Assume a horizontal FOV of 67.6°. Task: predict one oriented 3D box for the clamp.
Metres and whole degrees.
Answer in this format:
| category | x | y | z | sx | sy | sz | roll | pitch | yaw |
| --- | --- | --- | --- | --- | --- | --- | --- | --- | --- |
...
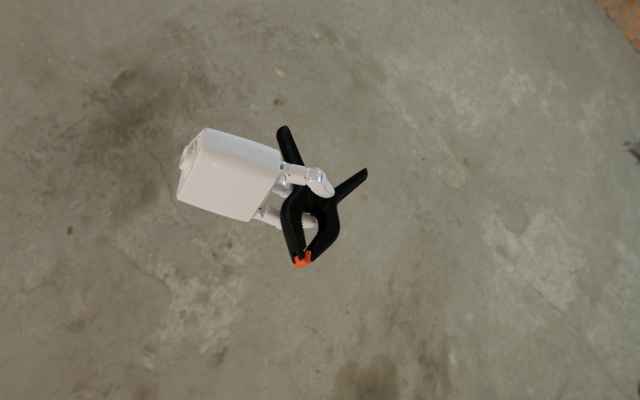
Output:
| category | x | y | z | sx | sy | sz | roll | pitch | yaw |
| --- | --- | --- | --- | --- | --- | --- | --- | --- | --- |
| clamp | 0.000 | 0.002 | 0.704 | 0.164 | 0.209 | 0.036 | 18 | -31 | -25 |
